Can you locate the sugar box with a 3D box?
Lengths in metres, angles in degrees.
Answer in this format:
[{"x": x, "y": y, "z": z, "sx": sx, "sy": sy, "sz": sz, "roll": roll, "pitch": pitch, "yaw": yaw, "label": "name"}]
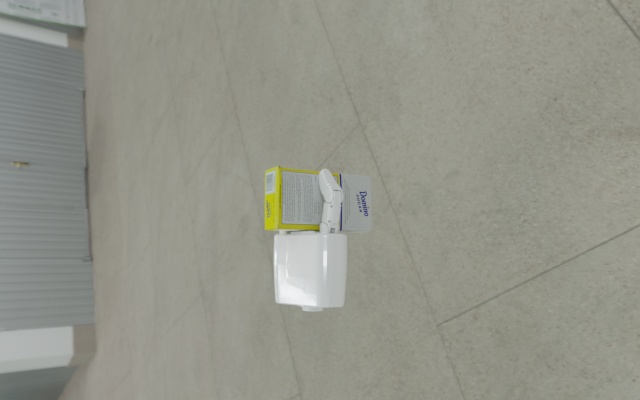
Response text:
[{"x": 0.000, "y": 0.003, "z": 0.746, "sx": 0.176, "sy": 0.093, "sz": 0.048, "roll": 5, "pitch": -8, "yaw": -36, "label": "sugar box"}]
